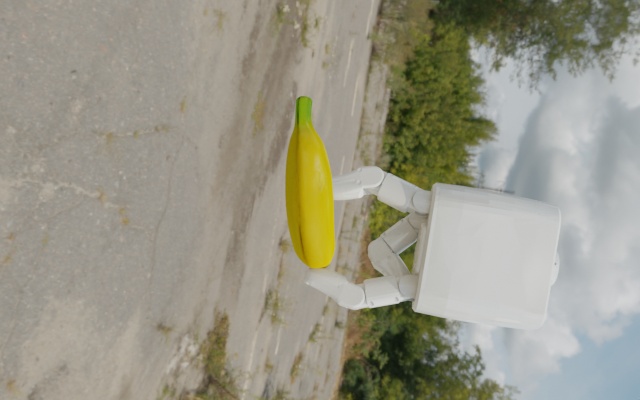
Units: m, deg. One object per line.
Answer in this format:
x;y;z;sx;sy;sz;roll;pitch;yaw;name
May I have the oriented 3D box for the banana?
-0.004;0.013;0.407;0.037;0.069;0.198;8;-42;10;banana
